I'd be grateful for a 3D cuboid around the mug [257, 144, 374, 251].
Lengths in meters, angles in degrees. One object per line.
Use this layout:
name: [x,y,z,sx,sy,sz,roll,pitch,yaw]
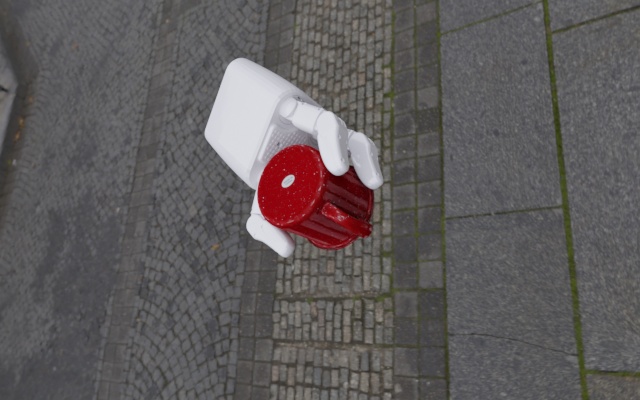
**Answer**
mug: [0.001,0.002,0.458,0.117,0.093,0.081,38,8,39]
